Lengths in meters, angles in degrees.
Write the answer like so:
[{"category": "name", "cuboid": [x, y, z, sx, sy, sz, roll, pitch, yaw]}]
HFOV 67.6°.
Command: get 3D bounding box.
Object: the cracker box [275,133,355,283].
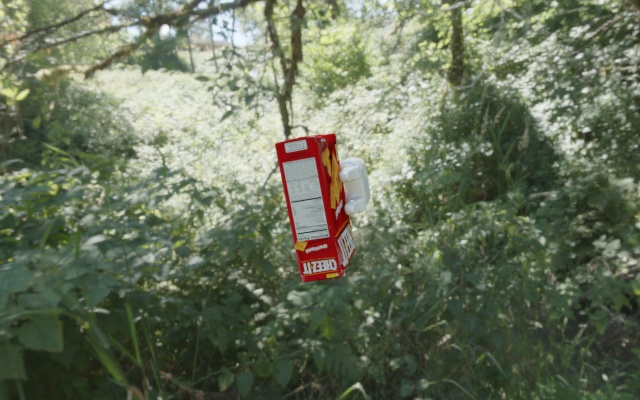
[{"category": "cracker box", "cuboid": [0.000, 0.002, 0.767, 0.072, 0.214, 0.164, -10, 7, 13]}]
